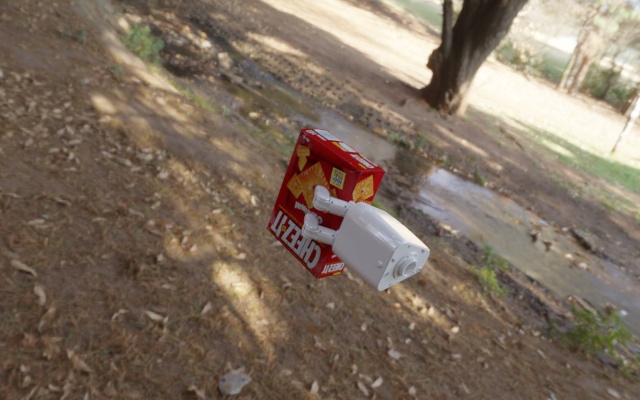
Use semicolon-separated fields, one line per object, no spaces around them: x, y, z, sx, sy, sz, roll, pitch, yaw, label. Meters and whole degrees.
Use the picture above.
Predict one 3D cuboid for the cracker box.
0.000;0.003;0.841;0.072;0.214;0.164;-3;33;-44;cracker box
